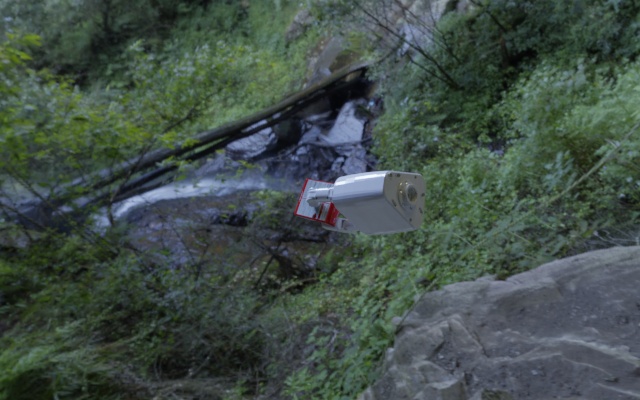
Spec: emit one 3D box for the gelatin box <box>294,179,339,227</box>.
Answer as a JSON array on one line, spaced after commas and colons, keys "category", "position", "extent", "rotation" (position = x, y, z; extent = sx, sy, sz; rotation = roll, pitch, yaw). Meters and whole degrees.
[{"category": "gelatin box", "position": [0.000, 0.003, 0.871], "extent": [0.089, 0.073, 0.030], "rotation": [12, -9, 46]}]
